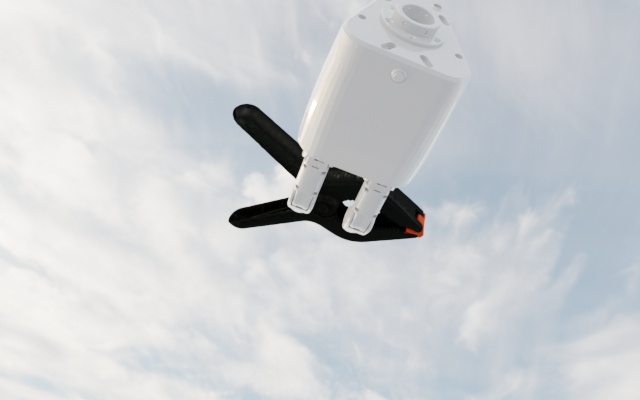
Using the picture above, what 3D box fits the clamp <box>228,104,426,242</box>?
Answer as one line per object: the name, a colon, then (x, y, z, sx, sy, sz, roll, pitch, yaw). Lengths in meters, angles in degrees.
clamp: (0.001, 0.001, 0.487, 0.210, 0.036, 0.165, 21, -42, -3)
